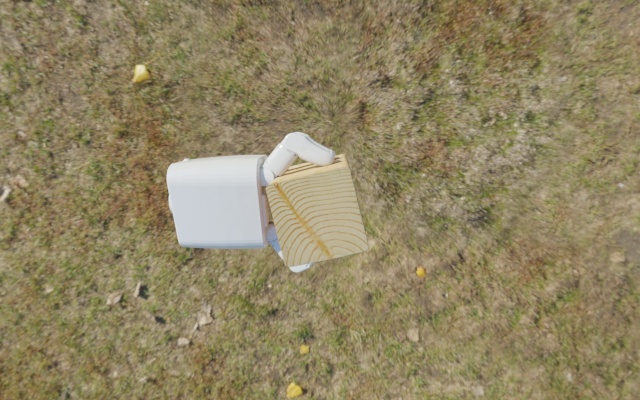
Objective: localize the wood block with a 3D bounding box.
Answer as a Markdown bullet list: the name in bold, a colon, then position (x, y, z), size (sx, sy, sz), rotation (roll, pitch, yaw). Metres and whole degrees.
- **wood block**: position (0.000, 0.002, 0.581), size (0.090, 0.091, 0.206), rotation (-13, 9, 4)
